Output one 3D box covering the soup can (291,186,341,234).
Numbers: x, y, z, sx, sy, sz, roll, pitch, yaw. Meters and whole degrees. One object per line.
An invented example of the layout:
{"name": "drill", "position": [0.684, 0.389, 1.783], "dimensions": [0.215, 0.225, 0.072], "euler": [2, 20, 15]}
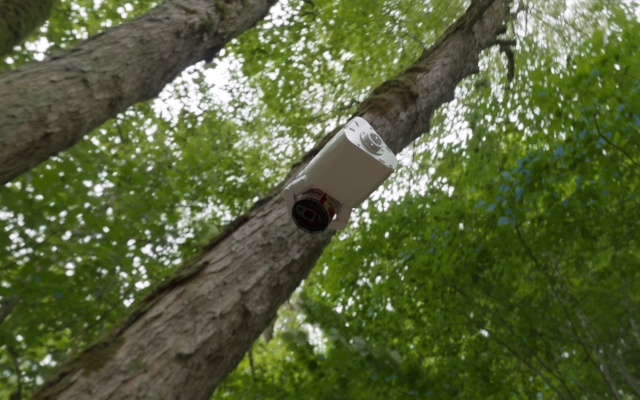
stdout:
{"name": "soup can", "position": [0.000, 0.003, 0.833], "dimensions": [0.068, 0.068, 0.102], "euler": [0, 29, 23]}
